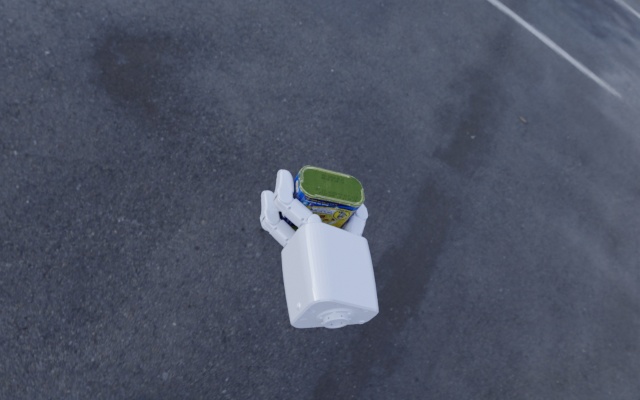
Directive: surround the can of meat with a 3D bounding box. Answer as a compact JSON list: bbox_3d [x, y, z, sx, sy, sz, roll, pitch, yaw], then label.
[{"bbox_3d":[0.000,0.002,0.671,0.102,0.057,0.084,11,-38,-22],"label":"can of meat"}]
